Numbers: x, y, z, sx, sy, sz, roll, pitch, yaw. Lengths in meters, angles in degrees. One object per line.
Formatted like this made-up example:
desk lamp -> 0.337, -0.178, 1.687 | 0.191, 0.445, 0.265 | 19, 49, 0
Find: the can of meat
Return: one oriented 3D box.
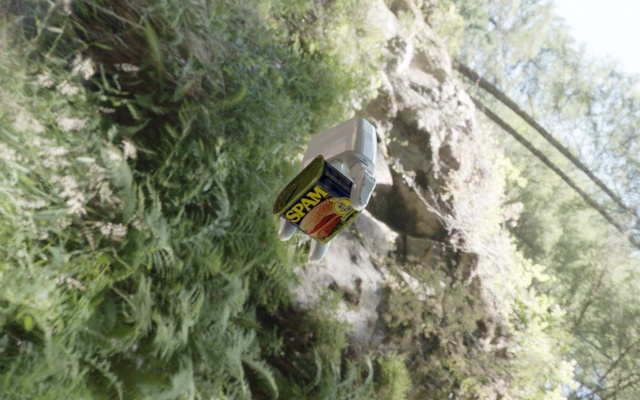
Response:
can of meat -> 0.000, 0.002, 0.644 | 0.084, 0.057, 0.102 | 36, -58, -20
